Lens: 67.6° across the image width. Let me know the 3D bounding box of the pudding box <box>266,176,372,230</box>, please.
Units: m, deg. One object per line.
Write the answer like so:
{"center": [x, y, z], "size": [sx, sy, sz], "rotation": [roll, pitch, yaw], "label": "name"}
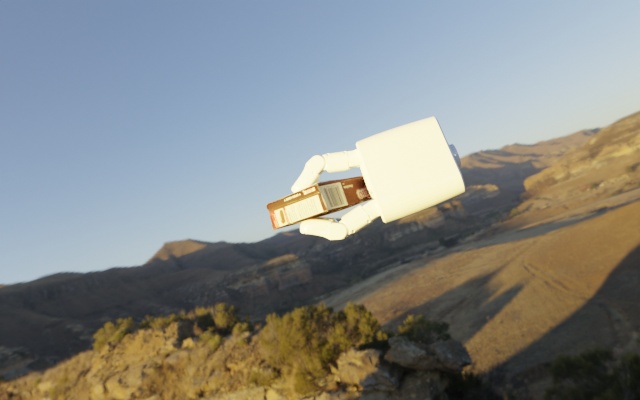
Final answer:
{"center": [0.000, 0.002, 0.620], "size": [0.090, 0.039, 0.113], "rotation": [-21, -7, 35], "label": "pudding box"}
